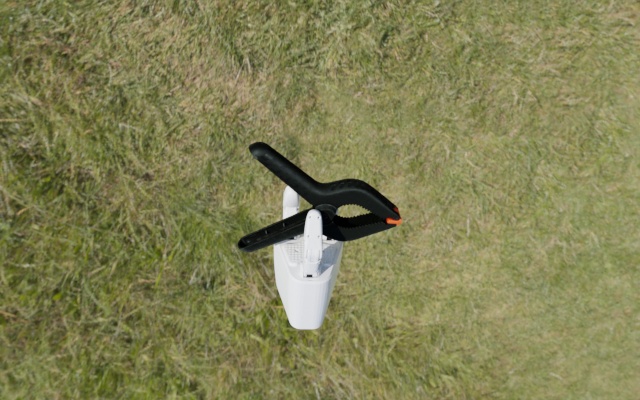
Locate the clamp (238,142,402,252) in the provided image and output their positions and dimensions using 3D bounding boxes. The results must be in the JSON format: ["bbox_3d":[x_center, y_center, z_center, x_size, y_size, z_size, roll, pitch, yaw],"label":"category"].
[{"bbox_3d":[0.001,0.003,0.595,0.210,0.165,0.036,1,39,-5],"label":"clamp"}]
